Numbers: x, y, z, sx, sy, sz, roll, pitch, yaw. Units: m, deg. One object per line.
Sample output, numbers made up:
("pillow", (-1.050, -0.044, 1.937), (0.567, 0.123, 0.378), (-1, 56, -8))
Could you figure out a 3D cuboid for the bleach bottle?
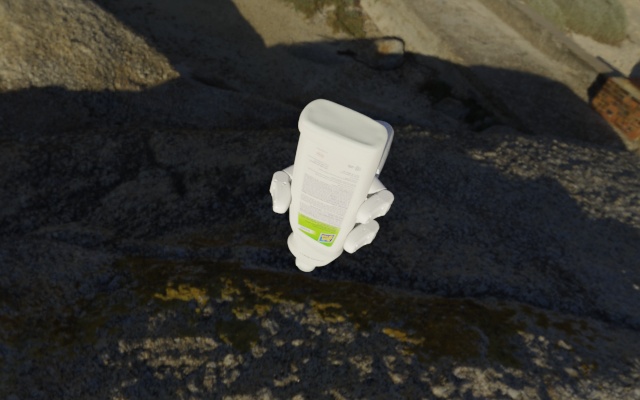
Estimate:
("bleach bottle", (0.000, 0.002, 0.608), (0.102, 0.251, 0.068), (24, 44, 5))
